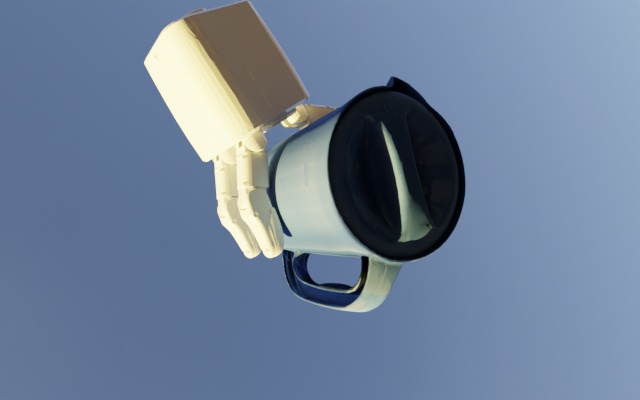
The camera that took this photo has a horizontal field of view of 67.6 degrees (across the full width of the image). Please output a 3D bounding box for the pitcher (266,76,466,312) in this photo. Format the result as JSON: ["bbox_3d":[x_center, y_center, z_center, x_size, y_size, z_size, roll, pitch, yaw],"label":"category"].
[{"bbox_3d":[0.000,0.001,0.448,0.149,0.145,0.243,-37,13,-29],"label":"pitcher"}]
